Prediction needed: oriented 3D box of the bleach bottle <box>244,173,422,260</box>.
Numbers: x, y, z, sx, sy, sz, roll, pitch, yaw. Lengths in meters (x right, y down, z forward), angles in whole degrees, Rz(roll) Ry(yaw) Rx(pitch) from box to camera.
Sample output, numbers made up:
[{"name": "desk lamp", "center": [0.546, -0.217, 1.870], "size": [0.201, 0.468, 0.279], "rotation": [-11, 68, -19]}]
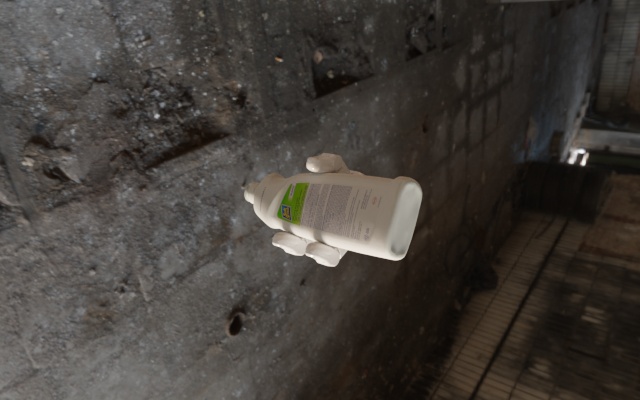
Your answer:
[{"name": "bleach bottle", "center": [0.000, 0.002, 0.630], "size": [0.251, 0.102, 0.068], "rotation": [13, -5, 35]}]
